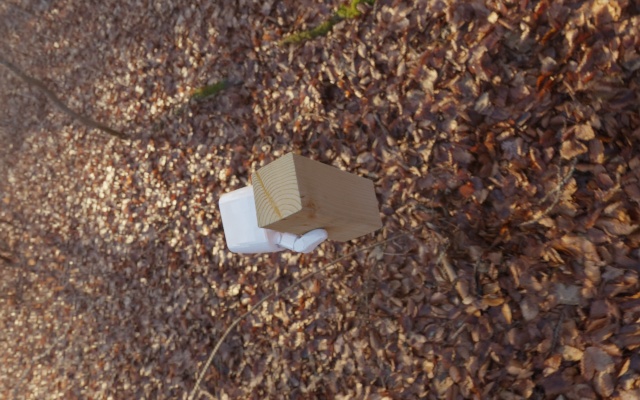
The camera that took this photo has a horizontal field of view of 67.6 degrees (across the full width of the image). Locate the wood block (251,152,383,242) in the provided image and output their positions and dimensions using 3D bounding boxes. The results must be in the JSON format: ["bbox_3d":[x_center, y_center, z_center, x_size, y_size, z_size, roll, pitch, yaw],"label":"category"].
[{"bbox_3d":[0.000,0.003,0.761,0.090,0.090,0.206,-24,-23,34],"label":"wood block"}]
